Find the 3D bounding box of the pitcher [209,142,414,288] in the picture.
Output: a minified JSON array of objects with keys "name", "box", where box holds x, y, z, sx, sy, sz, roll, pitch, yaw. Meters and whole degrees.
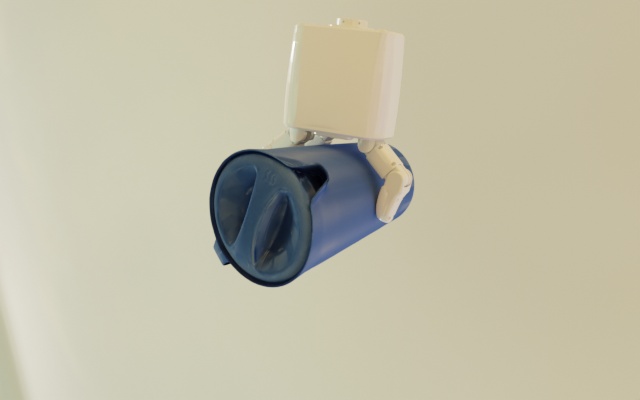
[{"name":"pitcher","box":[0.000,0.002,0.543,0.149,0.145,0.243,16,20,33]}]
